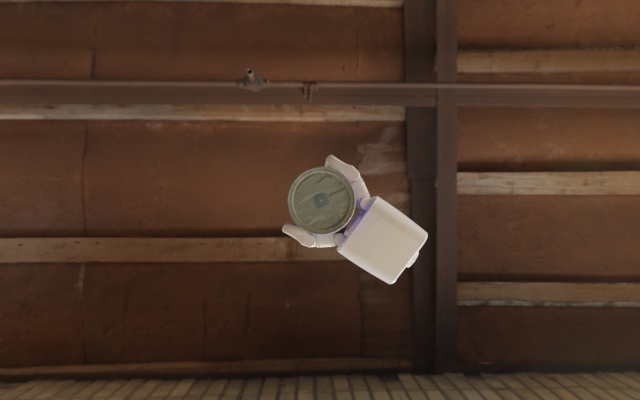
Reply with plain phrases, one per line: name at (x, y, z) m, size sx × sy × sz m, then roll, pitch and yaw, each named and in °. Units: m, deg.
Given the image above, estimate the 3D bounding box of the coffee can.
coffee can at (0.000, 0.002, 0.778) m, size 0.103 × 0.103 × 0.140 m, roll 0°, pitch -2°, yaw -1°
